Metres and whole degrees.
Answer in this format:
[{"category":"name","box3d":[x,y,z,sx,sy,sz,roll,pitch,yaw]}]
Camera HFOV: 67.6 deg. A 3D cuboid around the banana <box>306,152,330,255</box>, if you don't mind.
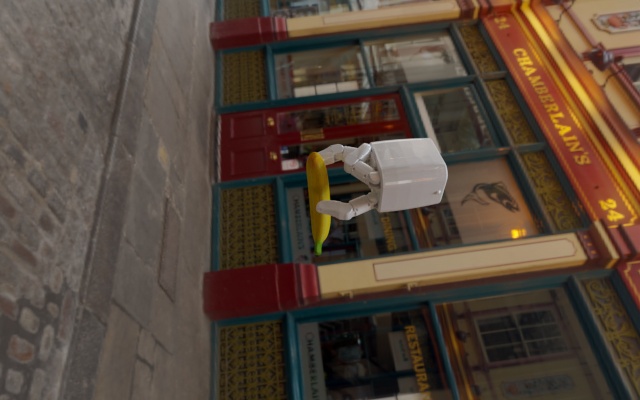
[{"category":"banana","box3d":[-0.001,-0.004,0.822,0.037,0.198,0.069,-6,31,-3]}]
